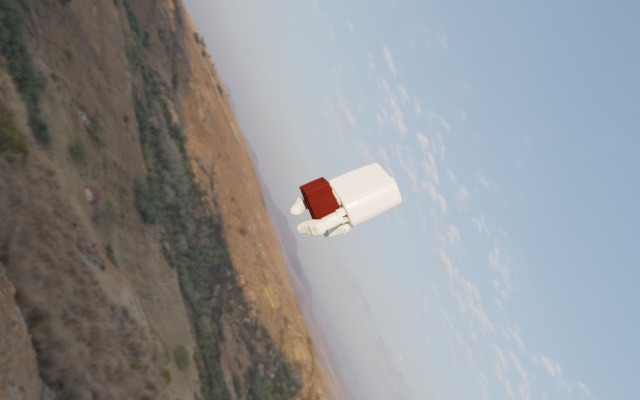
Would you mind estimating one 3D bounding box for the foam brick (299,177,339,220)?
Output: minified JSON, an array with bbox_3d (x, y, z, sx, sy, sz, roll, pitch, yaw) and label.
[{"bbox_3d":[0.000,0.003,0.892,0.051,0.078,0.053,-24,19,-5],"label":"foam brick"}]
